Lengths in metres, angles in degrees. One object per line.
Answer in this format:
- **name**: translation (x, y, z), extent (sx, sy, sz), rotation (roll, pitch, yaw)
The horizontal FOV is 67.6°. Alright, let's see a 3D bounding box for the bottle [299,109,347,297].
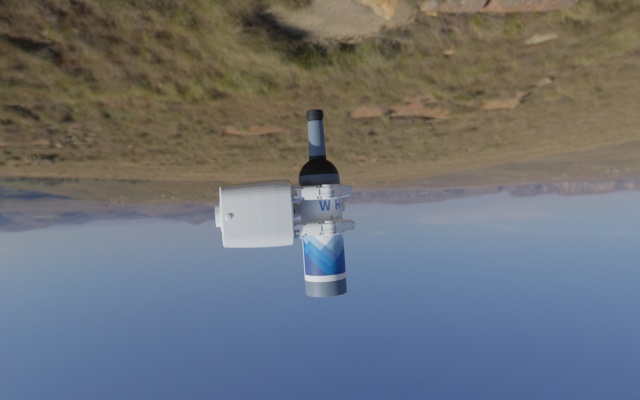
- **bottle**: translation (0.000, 0.003, 0.769), extent (0.069, 0.295, 0.069), rotation (-4, 1, 0)
